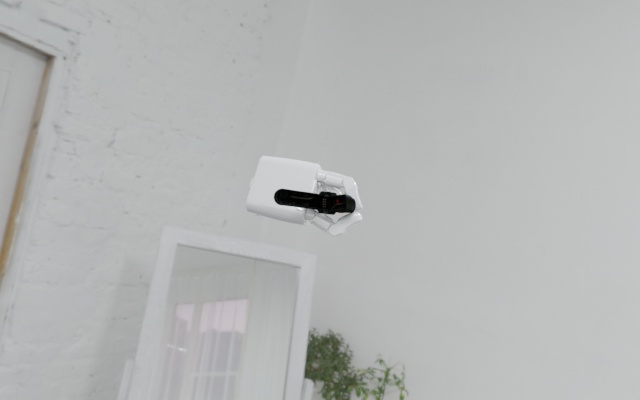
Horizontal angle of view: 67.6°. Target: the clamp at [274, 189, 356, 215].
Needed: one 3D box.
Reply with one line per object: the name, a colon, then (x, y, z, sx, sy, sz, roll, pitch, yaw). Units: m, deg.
clamp: (0.000, 0.002, 0.755, 0.120, 0.039, 0.171, 12, -3, 10)
